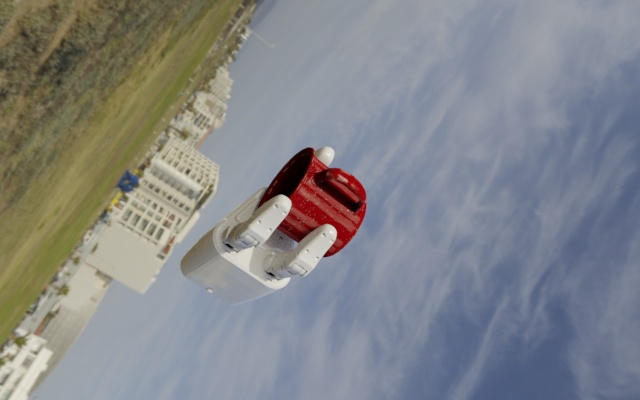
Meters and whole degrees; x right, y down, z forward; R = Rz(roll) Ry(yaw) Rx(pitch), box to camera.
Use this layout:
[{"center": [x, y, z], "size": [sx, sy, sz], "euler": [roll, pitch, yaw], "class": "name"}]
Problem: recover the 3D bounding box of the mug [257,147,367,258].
[{"center": [0.001, 0.001, 0.486], "size": [0.081, 0.093, 0.117], "euler": [37, -39, -20], "class": "mug"}]
